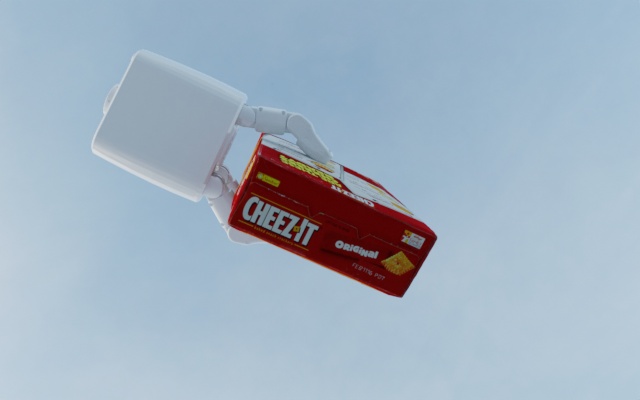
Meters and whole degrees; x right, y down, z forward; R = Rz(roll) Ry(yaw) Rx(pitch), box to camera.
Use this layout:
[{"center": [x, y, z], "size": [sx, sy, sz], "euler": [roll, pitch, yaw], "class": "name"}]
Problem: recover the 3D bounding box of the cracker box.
[{"center": [0.000, 0.001, 0.483], "size": [0.164, 0.072, 0.213], "euler": [24, 10, -11], "class": "cracker box"}]
